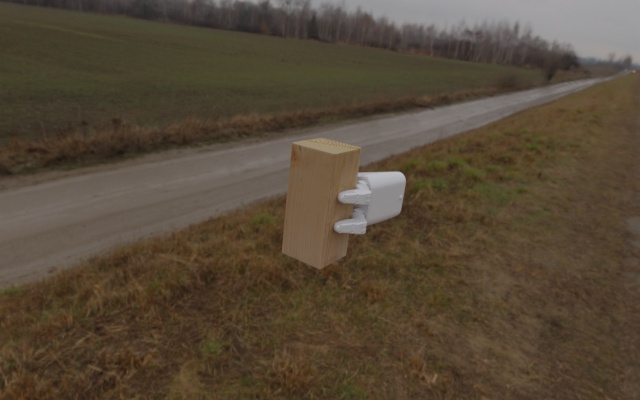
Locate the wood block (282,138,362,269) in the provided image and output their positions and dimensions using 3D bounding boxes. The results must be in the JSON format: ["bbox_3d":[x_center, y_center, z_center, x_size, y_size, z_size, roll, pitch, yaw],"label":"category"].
[{"bbox_3d":[0.000,0.002,0.847,0.091,0.206,0.090,19,23,32],"label":"wood block"}]
